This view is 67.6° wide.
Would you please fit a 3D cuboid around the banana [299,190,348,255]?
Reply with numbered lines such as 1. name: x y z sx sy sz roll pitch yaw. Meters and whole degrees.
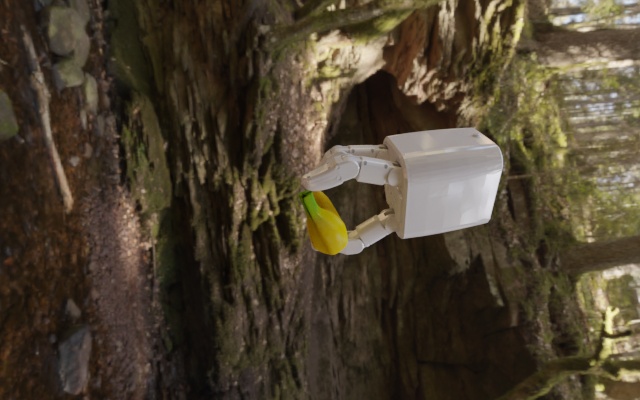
1. banana: 0.004 0.020 0.502 0.037 0.069 0.198 -13 1 -1
